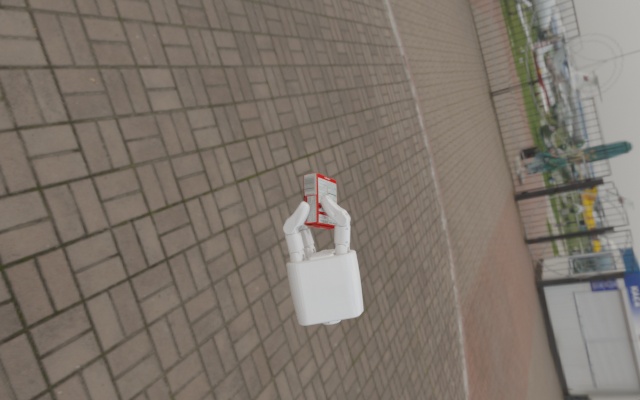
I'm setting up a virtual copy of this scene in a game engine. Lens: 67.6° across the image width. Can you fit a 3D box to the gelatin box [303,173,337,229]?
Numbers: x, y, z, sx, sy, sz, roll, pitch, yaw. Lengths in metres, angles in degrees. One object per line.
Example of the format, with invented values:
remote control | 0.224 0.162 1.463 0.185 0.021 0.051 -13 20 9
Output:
gelatin box | 0.001 0.002 0.824 0.030 0.089 0.073 -6 -11 28
